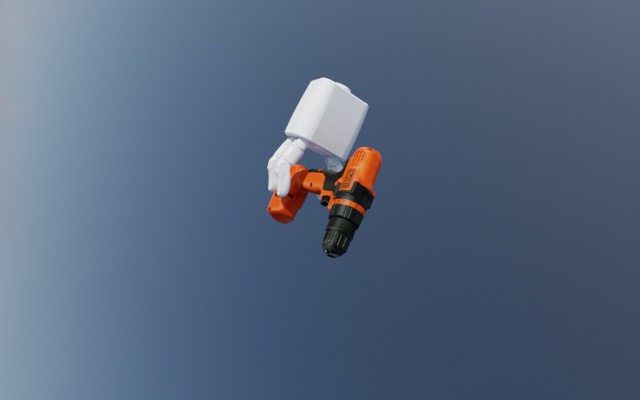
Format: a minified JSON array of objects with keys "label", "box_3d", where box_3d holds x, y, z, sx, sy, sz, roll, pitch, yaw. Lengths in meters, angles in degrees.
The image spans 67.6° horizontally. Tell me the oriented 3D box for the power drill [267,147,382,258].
[{"label":"power drill","box_3d":[0.000,0.002,0.773,0.187,0.184,0.057,1,-32,44]}]
